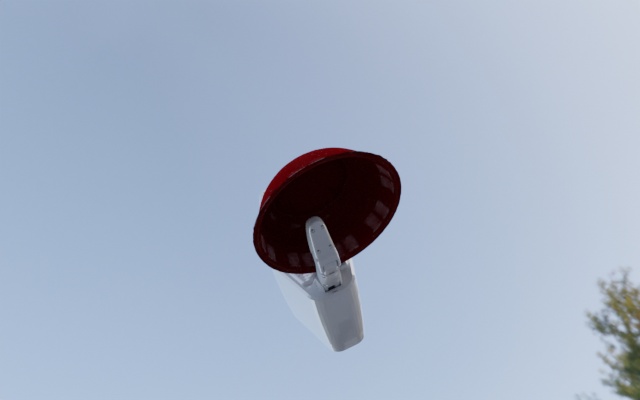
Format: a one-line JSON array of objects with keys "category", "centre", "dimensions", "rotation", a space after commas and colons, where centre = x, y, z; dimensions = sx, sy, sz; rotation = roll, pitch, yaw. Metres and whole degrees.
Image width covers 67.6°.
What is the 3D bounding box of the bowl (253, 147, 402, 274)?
[{"category": "bowl", "centre": [0.000, 0.000, 0.492], "dimensions": [0.162, 0.162, 0.055], "rotation": [0, 40, -32]}]
